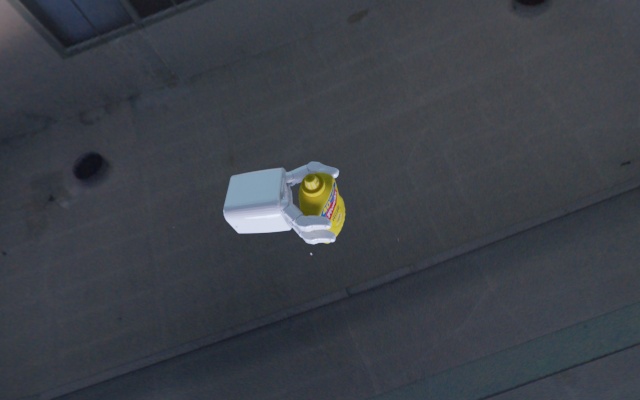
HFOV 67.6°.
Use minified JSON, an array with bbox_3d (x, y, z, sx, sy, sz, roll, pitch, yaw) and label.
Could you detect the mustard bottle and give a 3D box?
[{"bbox_3d":[0.001,0.003,0.881,0.058,0.096,0.192,16,-21,20],"label":"mustard bottle"}]
